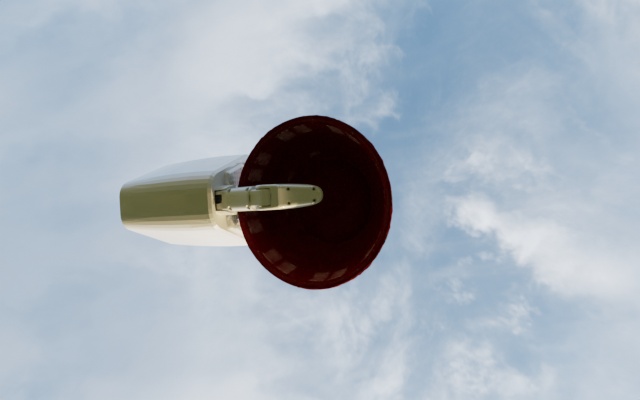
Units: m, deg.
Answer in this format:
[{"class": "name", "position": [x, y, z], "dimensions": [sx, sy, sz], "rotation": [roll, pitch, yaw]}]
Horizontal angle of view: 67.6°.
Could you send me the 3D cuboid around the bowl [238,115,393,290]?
[{"class": "bowl", "position": [0.001, 0.002, 0.463], "dimensions": [0.162, 0.162, 0.055], "rotation": [0, 2, 26]}]
